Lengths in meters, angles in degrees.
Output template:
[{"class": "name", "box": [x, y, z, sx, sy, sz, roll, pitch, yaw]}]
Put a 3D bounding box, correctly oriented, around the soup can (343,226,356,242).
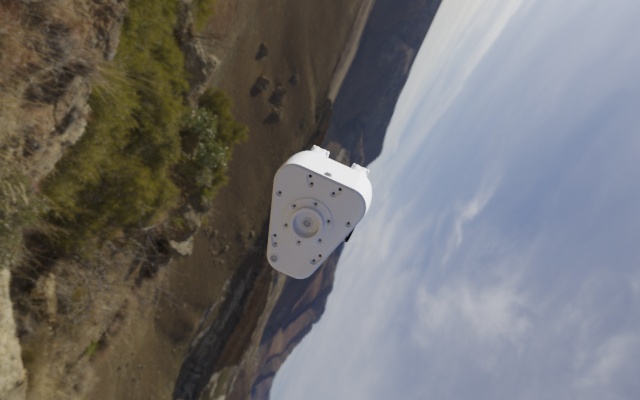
[{"class": "soup can", "box": [0.000, 0.002, 0.597, 0.102, 0.068, 0.068, 24, 1, 2]}]
